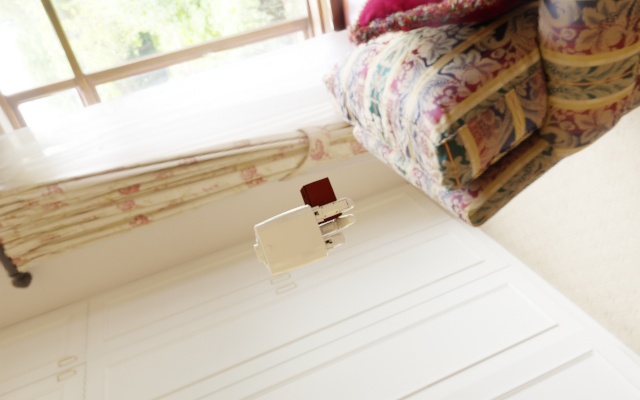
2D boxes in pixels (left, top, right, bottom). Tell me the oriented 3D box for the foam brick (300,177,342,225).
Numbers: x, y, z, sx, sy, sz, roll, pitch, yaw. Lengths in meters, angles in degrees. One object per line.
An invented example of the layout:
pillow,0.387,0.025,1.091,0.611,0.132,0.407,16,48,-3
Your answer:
foam brick,0.000,0.003,0.890,0.051,0.078,0.053,-20,-6,-11
